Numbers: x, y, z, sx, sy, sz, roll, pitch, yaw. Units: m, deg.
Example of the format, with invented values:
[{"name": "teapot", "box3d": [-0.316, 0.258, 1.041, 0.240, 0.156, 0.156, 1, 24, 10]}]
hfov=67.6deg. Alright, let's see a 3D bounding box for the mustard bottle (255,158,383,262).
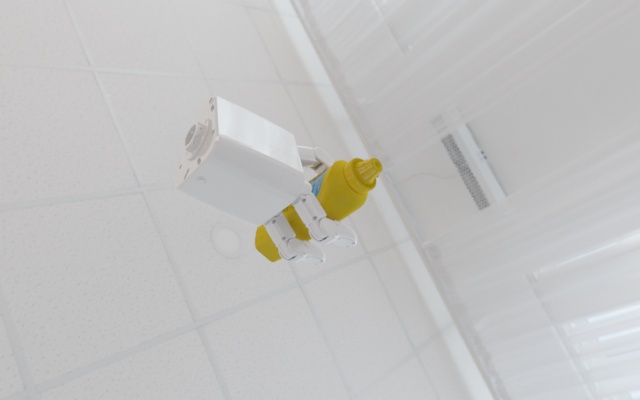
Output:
[{"name": "mustard bottle", "box3d": [0.000, 0.002, 0.580, 0.192, 0.058, 0.096, -35, 18, 39]}]
